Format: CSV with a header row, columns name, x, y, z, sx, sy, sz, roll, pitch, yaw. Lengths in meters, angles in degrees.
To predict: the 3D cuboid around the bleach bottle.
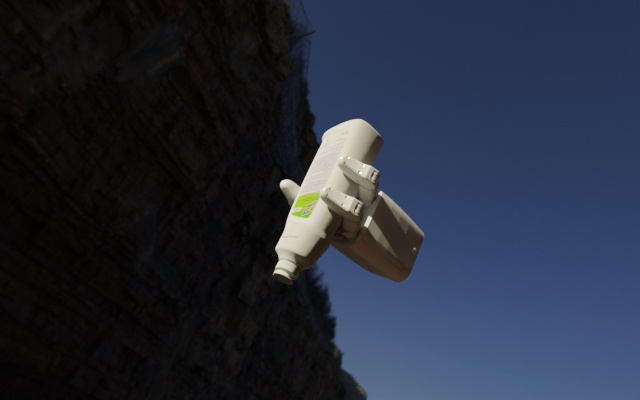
name,x,y,z,sx,sy,sz,roll,pitch,yaw
bleach bottle,0.000,0.002,0.665,0.068,0.250,0.102,40,-30,-22
